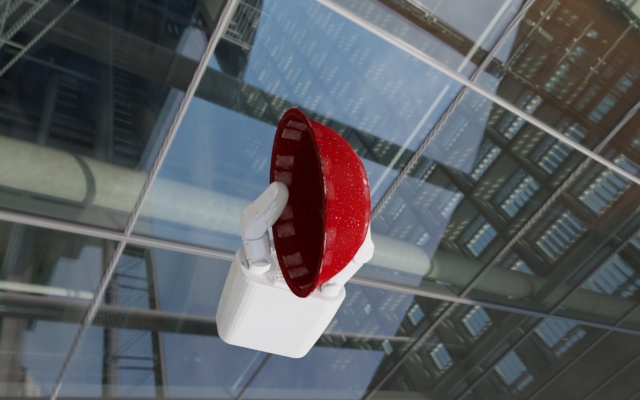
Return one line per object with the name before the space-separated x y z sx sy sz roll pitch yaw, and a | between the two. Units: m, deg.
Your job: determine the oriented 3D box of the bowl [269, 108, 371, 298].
bowl | 0.001 0.001 0.417 0.055 0.162 0.162 -3 1 -19
